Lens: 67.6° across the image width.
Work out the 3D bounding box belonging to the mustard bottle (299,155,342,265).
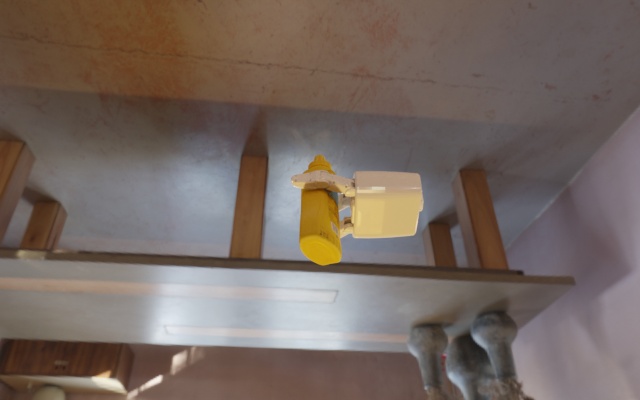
[{"bbox_3d":[0.000,0.003,0.790,0.058,0.191,0.096,-14,-37,20],"label":"mustard bottle"}]
